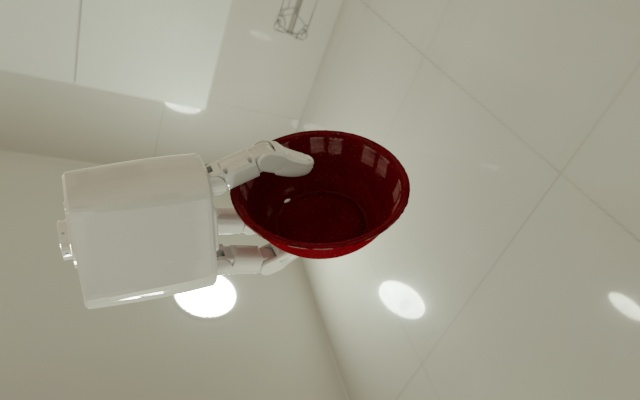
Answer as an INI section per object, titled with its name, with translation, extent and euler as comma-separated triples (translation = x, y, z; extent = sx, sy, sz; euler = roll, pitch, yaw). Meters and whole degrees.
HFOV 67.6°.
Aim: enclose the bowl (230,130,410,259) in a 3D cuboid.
[bowl]
translation = 0.001, 0.002, 0.449
extent = 0.162, 0.055, 0.162
euler = -1, 43, 1
